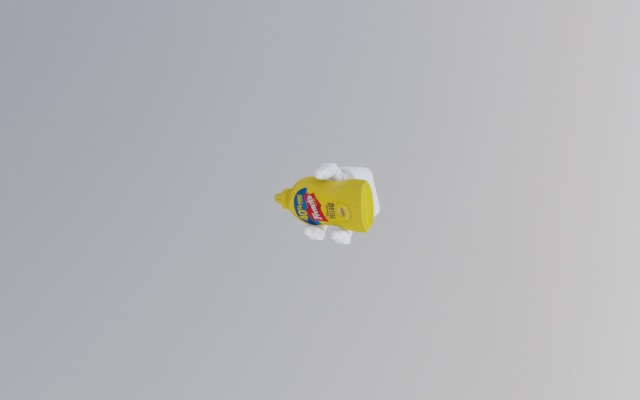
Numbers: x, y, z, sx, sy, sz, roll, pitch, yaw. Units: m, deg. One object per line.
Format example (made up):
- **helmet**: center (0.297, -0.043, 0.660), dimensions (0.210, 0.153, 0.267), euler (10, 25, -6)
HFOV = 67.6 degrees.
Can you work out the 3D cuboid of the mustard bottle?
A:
- **mustard bottle**: center (0.000, 0.003, 0.882), dimensions (0.191, 0.096, 0.058), euler (6, 34, 27)
